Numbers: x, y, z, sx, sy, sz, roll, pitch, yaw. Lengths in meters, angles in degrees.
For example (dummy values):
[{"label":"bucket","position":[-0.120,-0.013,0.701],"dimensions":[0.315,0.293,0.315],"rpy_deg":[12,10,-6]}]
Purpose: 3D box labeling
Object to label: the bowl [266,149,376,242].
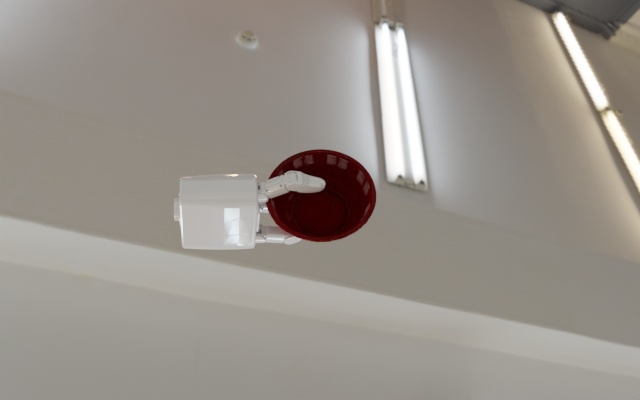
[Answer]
[{"label":"bowl","position":[0.001,0.003,0.712],"dimensions":[0.162,0.162,0.055],"rpy_deg":[0,-33,0]}]
